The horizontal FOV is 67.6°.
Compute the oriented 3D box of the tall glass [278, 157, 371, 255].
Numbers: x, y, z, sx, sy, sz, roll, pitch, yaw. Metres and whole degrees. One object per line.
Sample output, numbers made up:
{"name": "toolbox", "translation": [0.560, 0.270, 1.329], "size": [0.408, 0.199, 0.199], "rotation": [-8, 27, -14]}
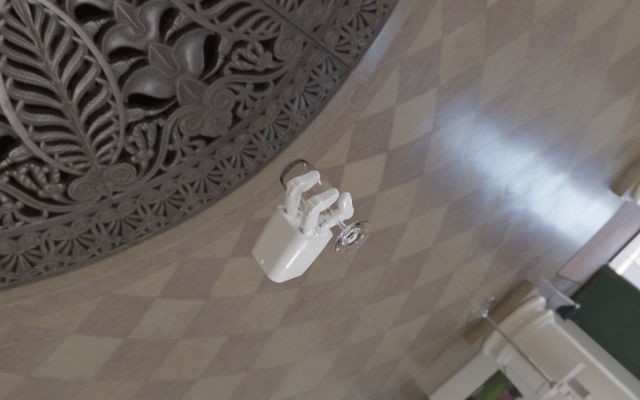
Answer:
{"name": "tall glass", "translation": [0.001, 0.003, 0.854], "size": [0.079, 0.079, 0.201], "rotation": [0, 38, -43]}
